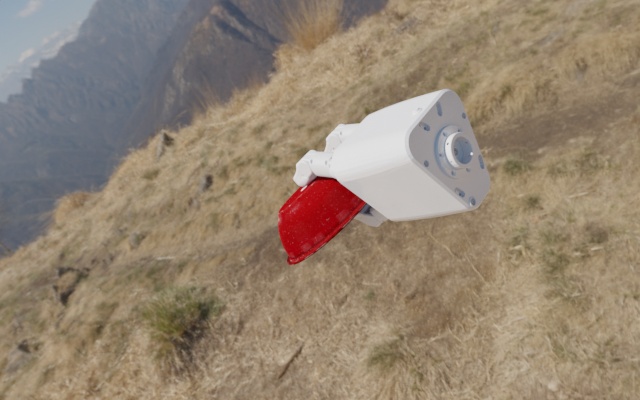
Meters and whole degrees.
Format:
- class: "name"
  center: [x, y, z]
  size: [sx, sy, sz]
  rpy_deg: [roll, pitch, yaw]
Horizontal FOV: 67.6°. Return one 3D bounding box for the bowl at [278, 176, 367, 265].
- class: "bowl"
  center: [-0.001, 0.002, 0.581]
  size: [0.162, 0.055, 0.162]
  rpy_deg: [-44, 7, 7]
